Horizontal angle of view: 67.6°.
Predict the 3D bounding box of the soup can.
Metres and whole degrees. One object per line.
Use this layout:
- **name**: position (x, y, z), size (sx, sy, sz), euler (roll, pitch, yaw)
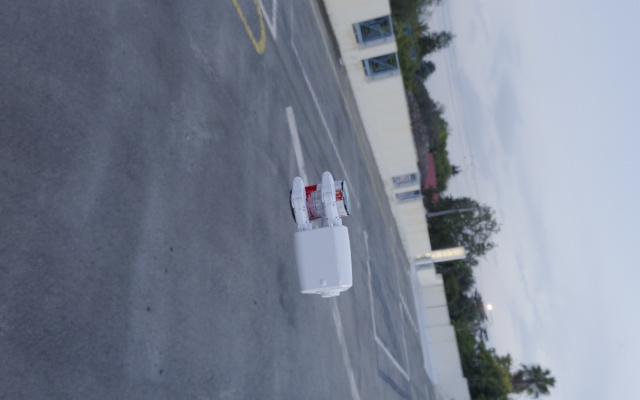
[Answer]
- **soup can**: position (0.000, 0.002, 0.888), size (0.102, 0.068, 0.068), euler (-10, -2, 11)
